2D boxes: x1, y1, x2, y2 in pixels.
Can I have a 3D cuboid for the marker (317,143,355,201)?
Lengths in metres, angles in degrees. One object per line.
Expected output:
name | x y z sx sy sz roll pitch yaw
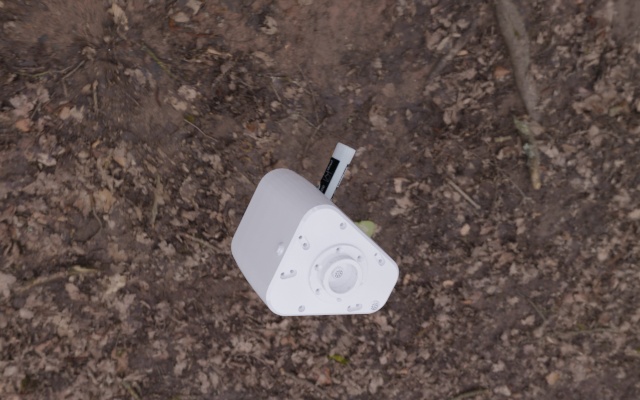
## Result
marker | 0.000 0.002 0.470 0.020 0.121 0.020 25 6 -3
